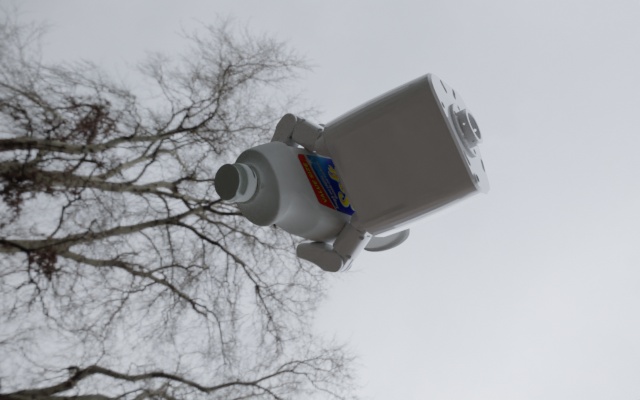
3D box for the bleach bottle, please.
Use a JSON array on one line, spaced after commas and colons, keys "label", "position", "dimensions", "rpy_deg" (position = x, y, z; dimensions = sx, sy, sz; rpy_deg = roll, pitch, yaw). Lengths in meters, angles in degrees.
[{"label": "bleach bottle", "position": [0.000, 0.001, 0.470], "dimensions": [0.068, 0.102, 0.251], "rpy_deg": [-24, -16, 31]}]
